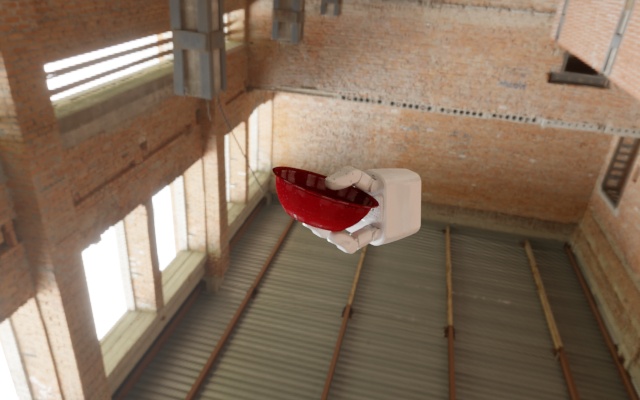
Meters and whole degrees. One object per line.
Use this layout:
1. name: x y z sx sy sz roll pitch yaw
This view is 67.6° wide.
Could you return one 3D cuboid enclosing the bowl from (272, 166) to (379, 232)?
1. bowl: -0.001 0.002 0.693 0.162 0.055 0.162 18 12 -4
